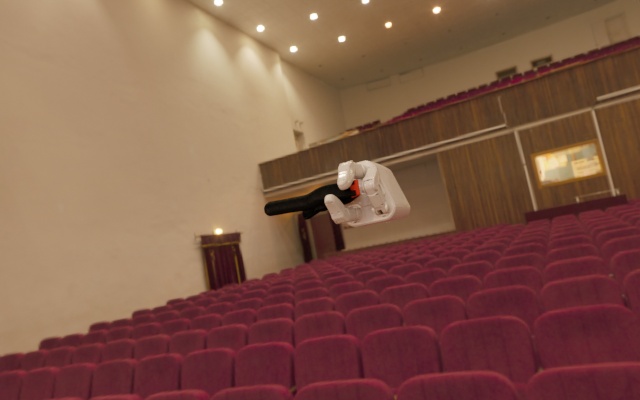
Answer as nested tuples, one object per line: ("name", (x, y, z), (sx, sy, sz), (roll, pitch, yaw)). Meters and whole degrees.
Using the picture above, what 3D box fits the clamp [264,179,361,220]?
("clamp", (0.000, 0.002, 0.840), (0.171, 0.039, 0.120), (-14, -8, 26))
